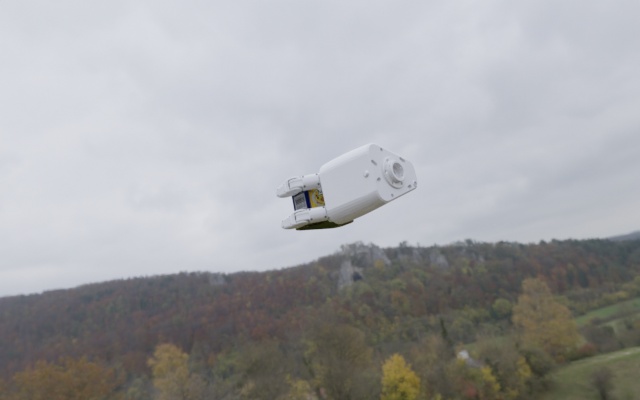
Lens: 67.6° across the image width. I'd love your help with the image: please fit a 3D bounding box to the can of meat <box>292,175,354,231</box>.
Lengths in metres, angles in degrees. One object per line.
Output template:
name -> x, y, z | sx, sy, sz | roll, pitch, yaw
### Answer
can of meat -> 0.000, 0.002, 0.809 | 0.102, 0.084, 0.057 | -1, -16, -39
